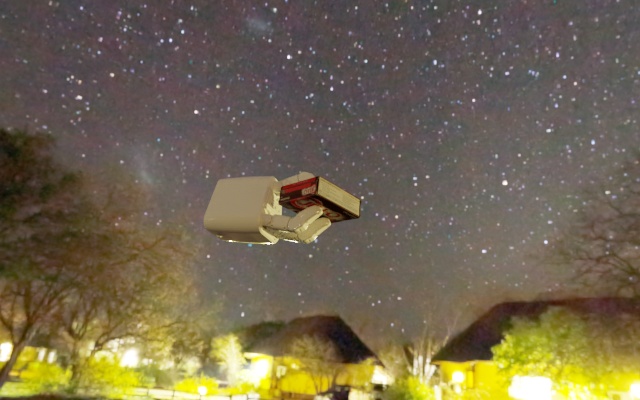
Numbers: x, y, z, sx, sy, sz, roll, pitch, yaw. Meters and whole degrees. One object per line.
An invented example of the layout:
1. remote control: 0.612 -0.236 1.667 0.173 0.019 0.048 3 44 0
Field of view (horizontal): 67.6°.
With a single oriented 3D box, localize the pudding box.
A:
1. pudding box: 0.000 0.002 0.802 0.090 0.039 0.113 -12 -27 42
